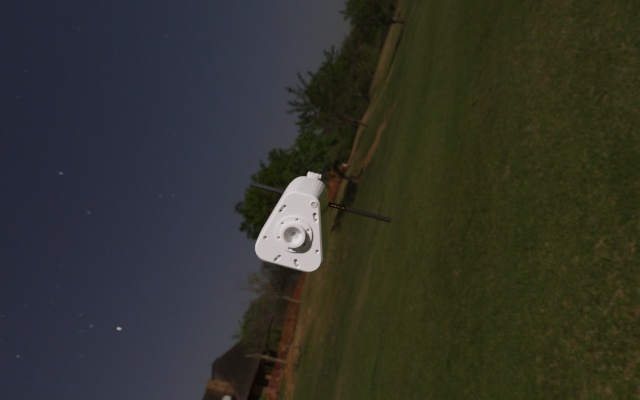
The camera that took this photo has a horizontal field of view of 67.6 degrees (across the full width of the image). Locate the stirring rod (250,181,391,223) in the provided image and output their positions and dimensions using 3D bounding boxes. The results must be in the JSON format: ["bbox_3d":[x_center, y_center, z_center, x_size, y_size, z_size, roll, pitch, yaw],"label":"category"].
[{"bbox_3d":[0.000,0.003,0.793,0.239,0.011,0.011,15,0,1],"label":"stirring rod"}]
